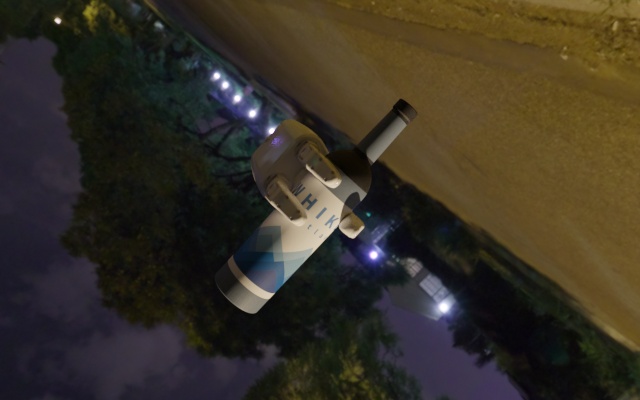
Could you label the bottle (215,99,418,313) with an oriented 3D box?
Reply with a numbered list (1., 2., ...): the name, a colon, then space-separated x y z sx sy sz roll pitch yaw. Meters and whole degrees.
1. bottle: 0.000 0.002 0.550 0.069 0.296 0.069 42 5 -5
